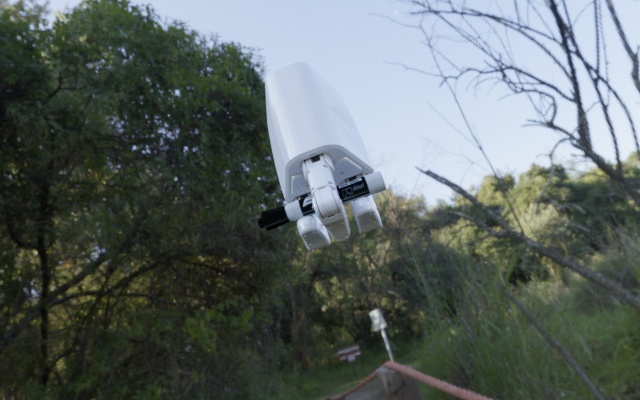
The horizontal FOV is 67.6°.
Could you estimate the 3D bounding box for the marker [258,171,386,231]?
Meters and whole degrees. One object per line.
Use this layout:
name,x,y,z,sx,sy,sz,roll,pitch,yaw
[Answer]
marker,0.000,0.001,0.437,0.121,0.020,0.020,-19,-2,4
